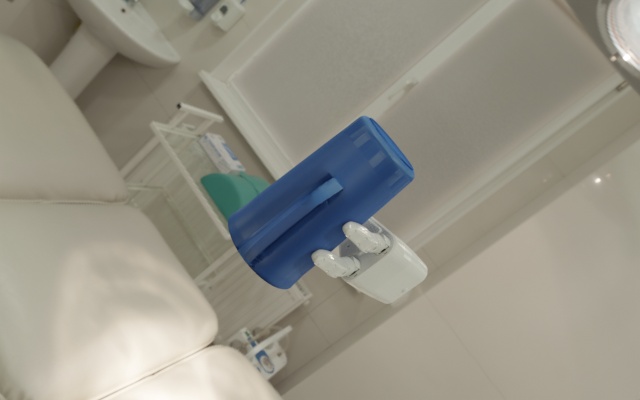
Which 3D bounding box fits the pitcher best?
[{"bbox_3d":[0.000,0.002,0.638,0.145,0.243,0.149,39,19,-37],"label":"pitcher"}]
